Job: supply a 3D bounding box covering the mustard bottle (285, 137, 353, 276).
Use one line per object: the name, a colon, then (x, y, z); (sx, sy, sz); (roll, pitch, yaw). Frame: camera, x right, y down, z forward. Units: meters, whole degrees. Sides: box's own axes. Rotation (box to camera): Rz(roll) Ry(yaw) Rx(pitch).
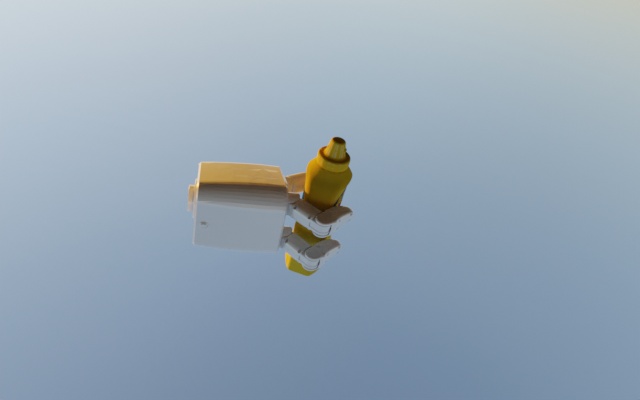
mustard bottle: (0.000, 0.002, 0.624); (0.058, 0.192, 0.096); (20, 37, 6)
